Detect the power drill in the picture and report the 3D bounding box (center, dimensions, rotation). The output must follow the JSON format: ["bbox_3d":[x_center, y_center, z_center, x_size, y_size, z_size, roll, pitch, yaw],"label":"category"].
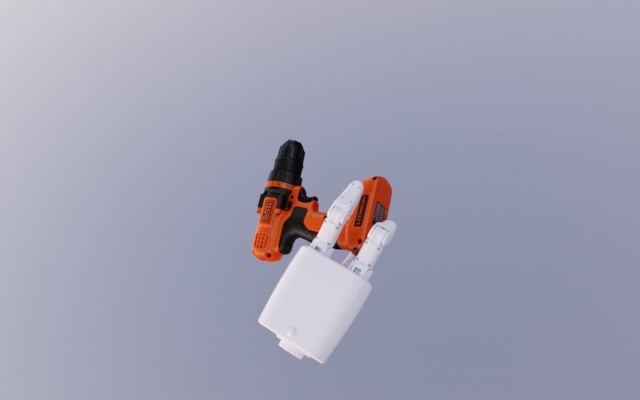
[{"bbox_3d":[0.000,0.002,0.657,0.187,0.184,0.057,3,-15,33],"label":"power drill"}]
